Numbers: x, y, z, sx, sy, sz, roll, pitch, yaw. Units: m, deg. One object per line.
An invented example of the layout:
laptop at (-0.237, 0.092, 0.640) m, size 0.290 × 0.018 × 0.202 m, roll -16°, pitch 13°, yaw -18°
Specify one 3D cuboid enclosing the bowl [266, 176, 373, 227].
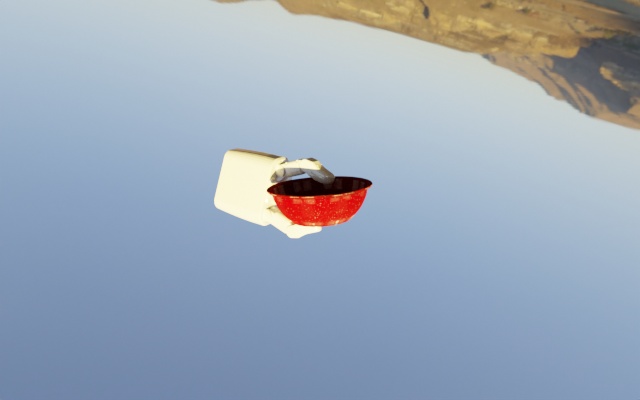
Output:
bowl at (0.001, 0.003, 0.731) m, size 0.162 × 0.055 × 0.162 m, roll -4°, pitch 12°, yaw 1°
